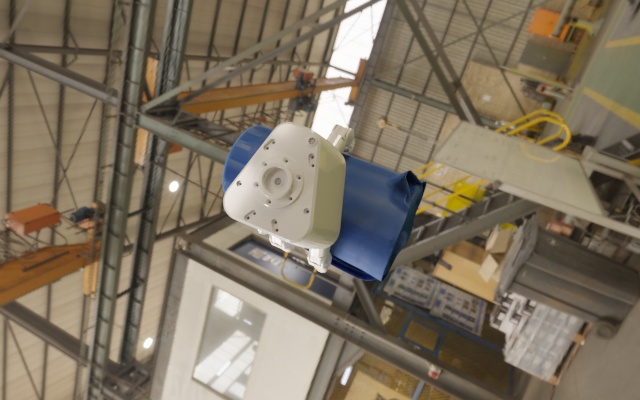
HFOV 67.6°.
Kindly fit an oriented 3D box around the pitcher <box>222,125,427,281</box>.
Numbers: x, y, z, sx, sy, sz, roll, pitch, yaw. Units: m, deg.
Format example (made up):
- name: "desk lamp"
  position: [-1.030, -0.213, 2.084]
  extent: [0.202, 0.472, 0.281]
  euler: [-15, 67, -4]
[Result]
- name: "pitcher"
  position: [0.000, 0.002, 0.618]
  extent: [0.243, 0.149, 0.145]
  euler: [24, 0, 15]
